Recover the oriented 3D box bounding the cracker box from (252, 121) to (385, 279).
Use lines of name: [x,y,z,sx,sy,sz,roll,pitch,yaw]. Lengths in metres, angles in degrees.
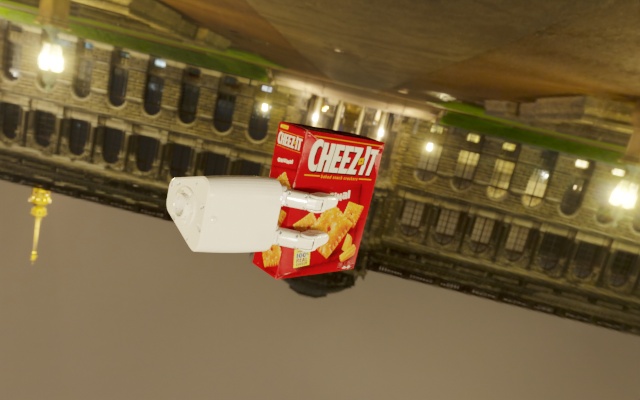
cracker box: [0.000,0.002,0.714,0.164,0.214,0.072,1,17,-43]
